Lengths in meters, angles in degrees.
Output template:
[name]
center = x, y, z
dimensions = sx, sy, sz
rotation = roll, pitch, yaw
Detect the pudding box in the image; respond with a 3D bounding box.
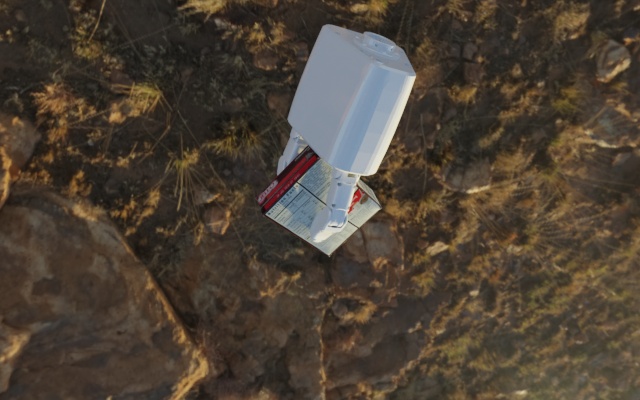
[pudding box]
center = 0.000, 0.002, 0.526
dimensions = 0.113, 0.090, 0.039
rotation = 37, 16, -35
